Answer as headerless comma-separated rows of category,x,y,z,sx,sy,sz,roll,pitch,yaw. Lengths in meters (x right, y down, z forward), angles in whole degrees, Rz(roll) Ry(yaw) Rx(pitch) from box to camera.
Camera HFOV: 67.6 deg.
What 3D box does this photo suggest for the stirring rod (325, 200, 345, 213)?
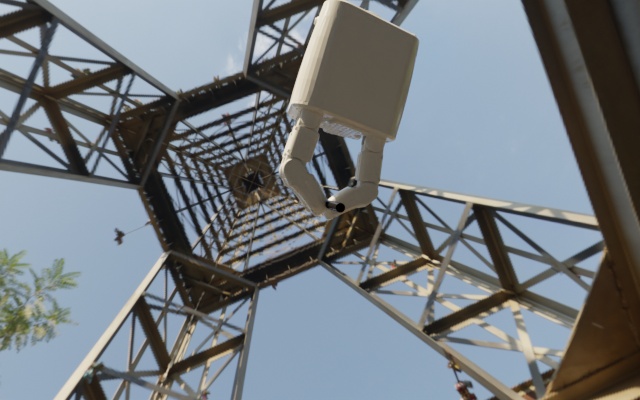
stirring rod,0.000,0.002,0.508,0.011,0.011,0.239,0,2,-8
